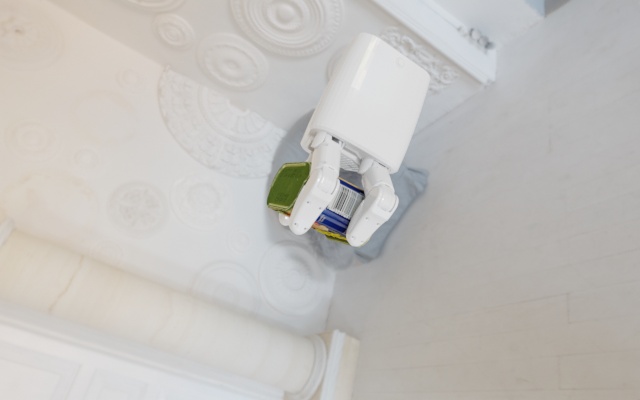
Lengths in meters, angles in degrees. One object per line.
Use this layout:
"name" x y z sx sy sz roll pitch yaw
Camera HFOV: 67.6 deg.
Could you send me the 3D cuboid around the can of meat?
"can of meat" 0.000 0.002 0.485 0.084 0.057 0.102 27 -8 -22
